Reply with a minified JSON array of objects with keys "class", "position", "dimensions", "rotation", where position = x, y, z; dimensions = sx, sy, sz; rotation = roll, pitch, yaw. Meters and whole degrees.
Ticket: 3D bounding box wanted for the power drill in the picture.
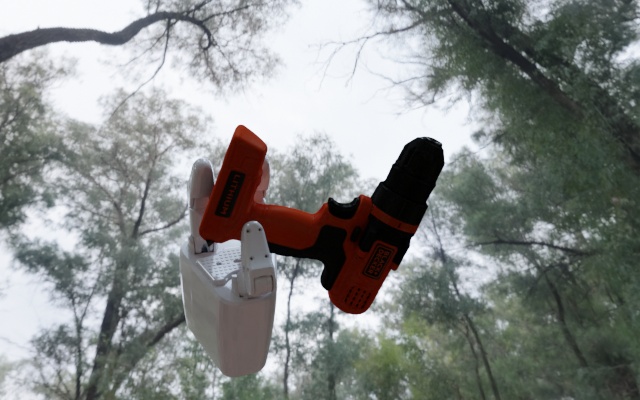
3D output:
[{"class":"power drill","position":[0.000,0.001,0.430],"dimensions":[0.187,0.184,0.057],"rotation":[22,15,-11]}]
